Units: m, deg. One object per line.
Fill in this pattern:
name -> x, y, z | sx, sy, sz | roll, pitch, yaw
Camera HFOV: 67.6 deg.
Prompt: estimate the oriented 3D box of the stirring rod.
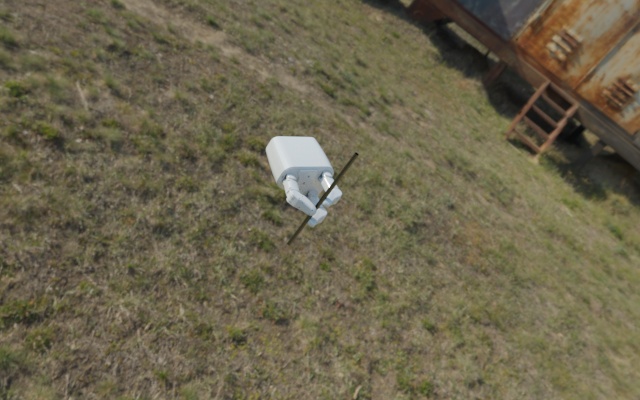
stirring rod -> 0.000, 0.003, 0.884 | 0.011, 0.011, 0.240 | 0, -44, -46
